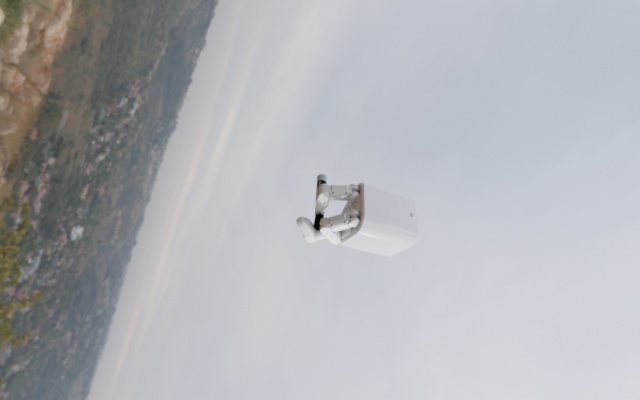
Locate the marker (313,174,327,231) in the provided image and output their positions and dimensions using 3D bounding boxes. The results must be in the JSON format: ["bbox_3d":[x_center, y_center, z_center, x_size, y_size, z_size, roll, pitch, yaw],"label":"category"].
[{"bbox_3d":[0.000,0.003,0.860,0.020,0.121,0.020,2,-39,2],"label":"marker"}]
